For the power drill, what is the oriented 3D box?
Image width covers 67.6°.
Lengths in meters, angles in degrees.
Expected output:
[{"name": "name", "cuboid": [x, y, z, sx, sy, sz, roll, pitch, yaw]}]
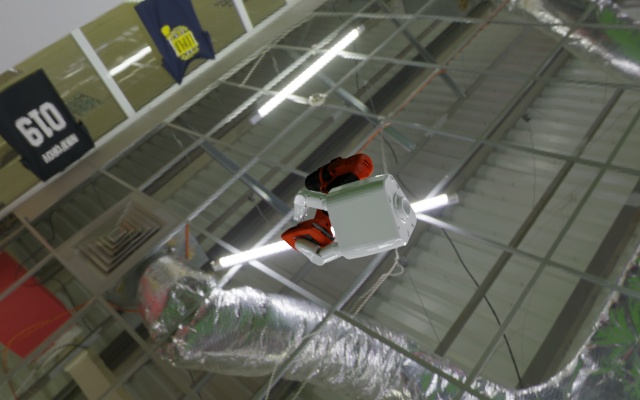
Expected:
[{"name": "power drill", "cuboid": [0.000, 0.003, 0.881, 0.057, 0.187, 0.184, 39, -30, -21]}]
